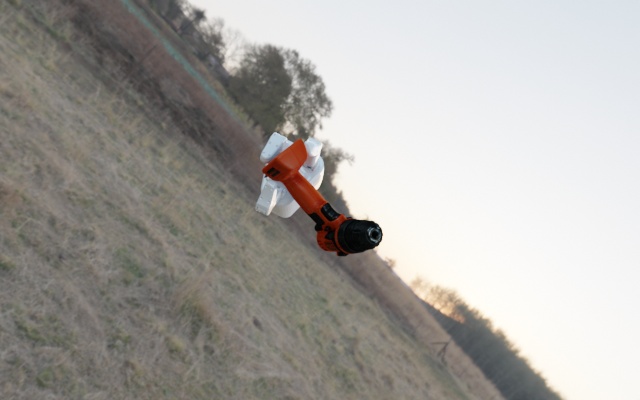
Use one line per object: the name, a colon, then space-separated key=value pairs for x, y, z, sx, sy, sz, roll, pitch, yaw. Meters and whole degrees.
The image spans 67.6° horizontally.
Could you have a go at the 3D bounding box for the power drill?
power drill: x=0.000 y=0.002 z=0.710 sx=0.057 sy=0.187 sz=0.184 roll=-39 pitch=8 yaw=-21
